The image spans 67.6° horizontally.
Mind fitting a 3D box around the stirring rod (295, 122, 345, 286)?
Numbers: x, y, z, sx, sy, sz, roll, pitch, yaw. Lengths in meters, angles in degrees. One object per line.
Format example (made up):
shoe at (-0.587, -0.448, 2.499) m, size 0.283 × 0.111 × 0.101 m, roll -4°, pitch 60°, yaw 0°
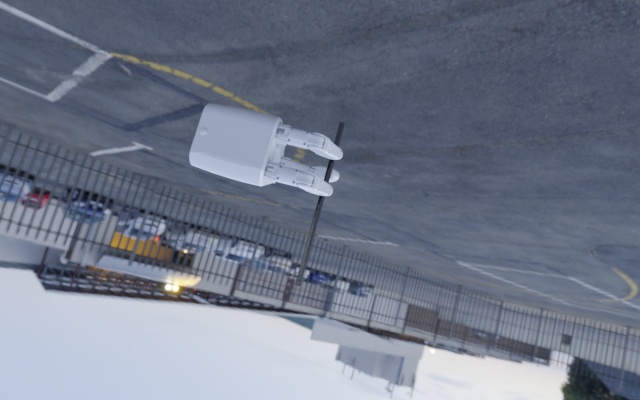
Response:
stirring rod at (0.000, 0.002, 0.673) m, size 0.011 × 0.239 × 0.011 m, roll 15°, pitch -9°, yaw 3°
